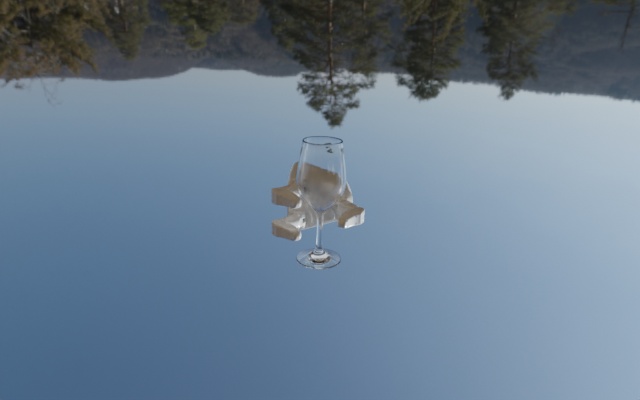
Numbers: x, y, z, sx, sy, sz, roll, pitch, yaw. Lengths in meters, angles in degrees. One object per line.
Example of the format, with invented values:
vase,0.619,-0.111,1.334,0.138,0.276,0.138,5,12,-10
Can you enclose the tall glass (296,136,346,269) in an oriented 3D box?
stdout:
tall glass,0.000,0.003,0.755,0.079,0.201,0.079,2,20,-1
